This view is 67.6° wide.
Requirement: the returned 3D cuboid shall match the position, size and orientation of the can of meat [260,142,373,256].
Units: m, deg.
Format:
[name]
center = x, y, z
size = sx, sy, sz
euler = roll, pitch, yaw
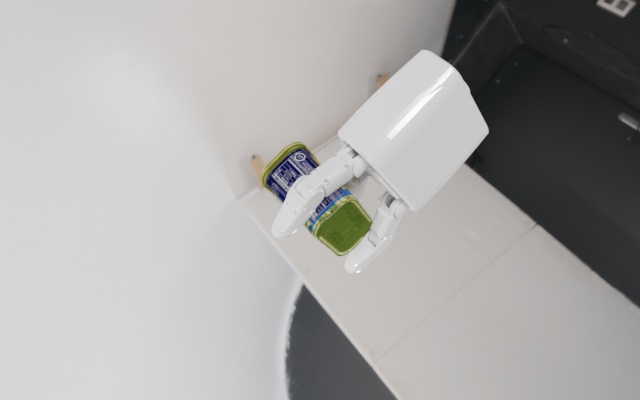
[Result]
[can of meat]
center = 0.000, 0.002, 0.471
size = 0.084, 0.057, 0.102
euler = 45, 0, 28
